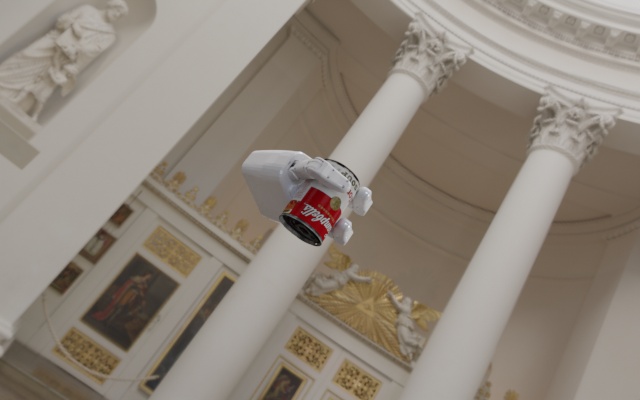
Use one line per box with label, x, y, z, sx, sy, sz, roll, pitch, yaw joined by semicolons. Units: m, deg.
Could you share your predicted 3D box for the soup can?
soup can;0.001;0.002;0.650;0.068;0.102;0.068;30;-22;14
